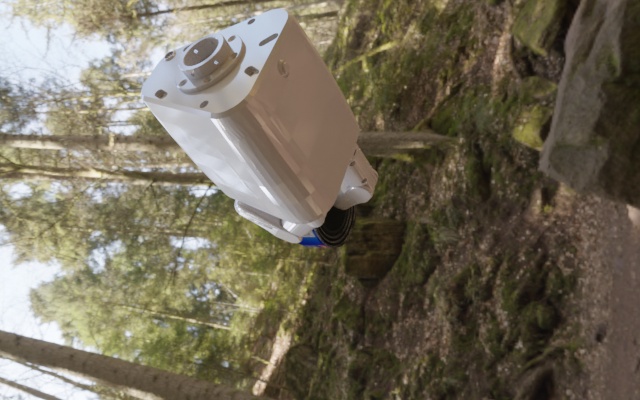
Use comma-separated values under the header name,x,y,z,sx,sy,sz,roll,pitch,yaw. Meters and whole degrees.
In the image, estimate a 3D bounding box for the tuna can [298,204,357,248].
name,x,y,z,sx,sy,sz,roll,pitch,yaw
tuna can,0.000,0.002,0.449,0.034,0.086,0.086,-3,-2,32
